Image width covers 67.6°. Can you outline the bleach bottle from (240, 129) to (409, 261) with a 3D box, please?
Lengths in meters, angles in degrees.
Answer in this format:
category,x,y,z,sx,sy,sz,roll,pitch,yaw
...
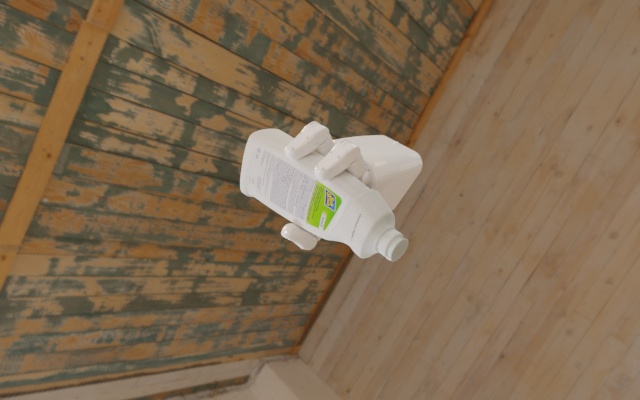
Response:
category,x,y,z,sx,sy,sz,roll,pitch,yaw
bleach bottle,0.000,0.002,0.587,0.068,0.103,0.250,-15,39,-41
